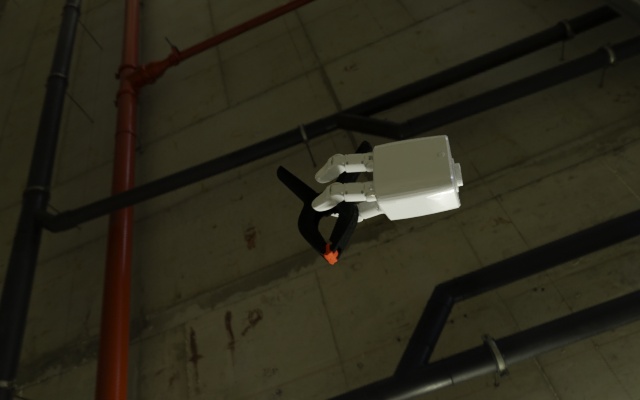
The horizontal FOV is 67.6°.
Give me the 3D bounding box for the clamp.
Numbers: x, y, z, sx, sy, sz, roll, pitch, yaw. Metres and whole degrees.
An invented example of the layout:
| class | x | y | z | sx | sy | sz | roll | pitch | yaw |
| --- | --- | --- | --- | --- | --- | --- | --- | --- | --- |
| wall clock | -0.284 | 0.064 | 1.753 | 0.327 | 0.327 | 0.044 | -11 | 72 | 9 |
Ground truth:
| class | x | y | z | sx | sy | sz | roll | pitch | yaw |
| --- | --- | --- | --- | --- | --- | --- | --- | --- | --- |
| clamp | 0.001 | 0.003 | 0.736 | 0.164 | 0.209 | 0.036 | -10 | -39 | 19 |
